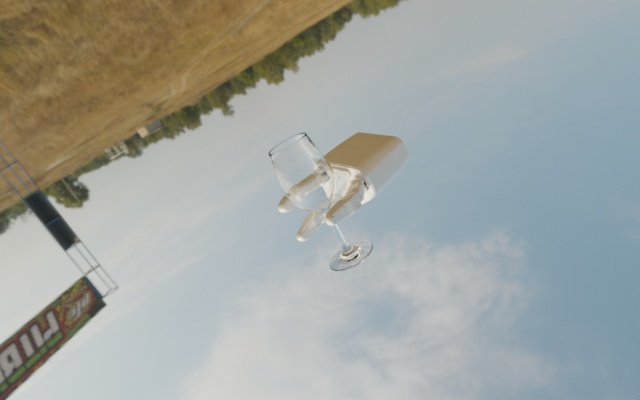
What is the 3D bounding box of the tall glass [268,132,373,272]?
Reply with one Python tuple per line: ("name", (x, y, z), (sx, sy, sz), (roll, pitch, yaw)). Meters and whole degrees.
("tall glass", (0.000, 0.003, 0.699), (0.079, 0.201, 0.079), (-27, 18, 10))
